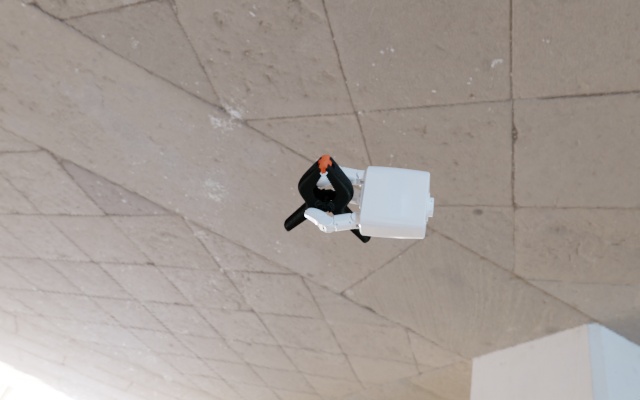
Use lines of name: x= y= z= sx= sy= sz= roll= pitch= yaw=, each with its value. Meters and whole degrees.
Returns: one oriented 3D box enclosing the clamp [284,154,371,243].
clamp: x=0.000 y=0.003 z=0.830 sx=0.164 sy=0.036 sz=0.210 roll=3 pitch=-39 yaw=13
